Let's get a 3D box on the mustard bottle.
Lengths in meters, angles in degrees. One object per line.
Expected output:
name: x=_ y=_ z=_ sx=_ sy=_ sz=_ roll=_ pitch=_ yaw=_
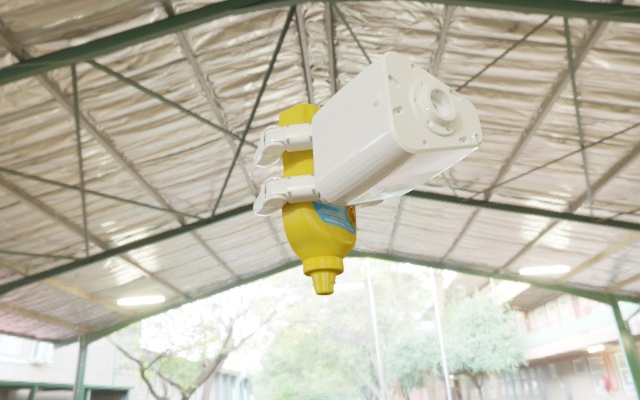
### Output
mustard bottle: x=0.000 y=0.001 z=0.495 sx=0.058 sy=0.191 sz=0.096 roll=-17 pitch=-26 yaw=31
